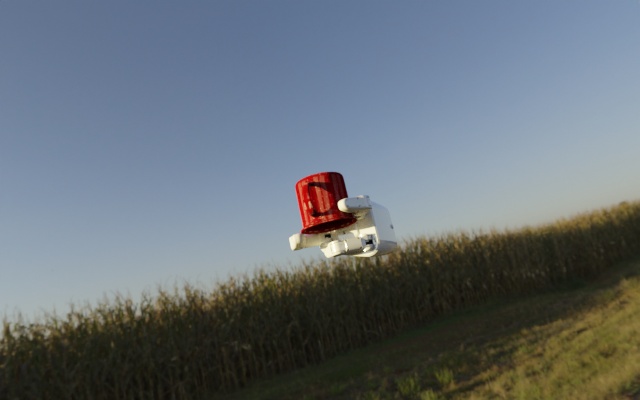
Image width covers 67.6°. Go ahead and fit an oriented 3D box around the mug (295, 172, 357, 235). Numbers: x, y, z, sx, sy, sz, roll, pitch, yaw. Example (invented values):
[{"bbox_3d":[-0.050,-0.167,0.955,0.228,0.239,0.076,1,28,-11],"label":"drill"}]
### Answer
[{"bbox_3d":[-0.001,0.002,0.761,0.093,0.081,0.117,-18,-15,23],"label":"mug"}]
